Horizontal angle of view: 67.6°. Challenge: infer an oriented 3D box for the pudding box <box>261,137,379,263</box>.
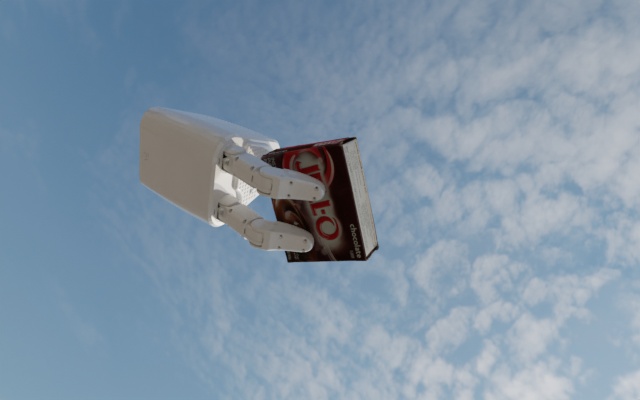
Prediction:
[{"bbox_3d":[0.000,0.001,0.456,0.090,0.113,0.039,-6,16,33],"label":"pudding box"}]
